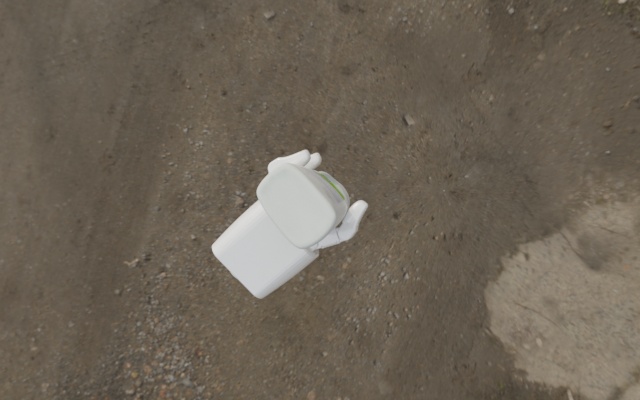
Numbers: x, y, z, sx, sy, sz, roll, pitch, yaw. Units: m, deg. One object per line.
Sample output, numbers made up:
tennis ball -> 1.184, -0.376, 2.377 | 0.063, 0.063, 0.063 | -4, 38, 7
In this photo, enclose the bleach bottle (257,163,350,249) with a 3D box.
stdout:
bleach bottle -> 0.000, 0.002, 0.662 | 0.068, 0.102, 0.251 | -42, -9, 11
